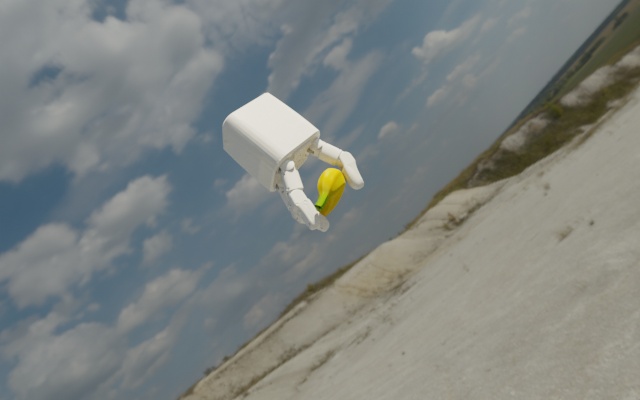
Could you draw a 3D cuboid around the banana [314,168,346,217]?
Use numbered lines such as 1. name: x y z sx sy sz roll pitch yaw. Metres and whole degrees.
1. banana: 0.011 -0.013 0.735 0.037 0.069 0.198 36 -3 6
